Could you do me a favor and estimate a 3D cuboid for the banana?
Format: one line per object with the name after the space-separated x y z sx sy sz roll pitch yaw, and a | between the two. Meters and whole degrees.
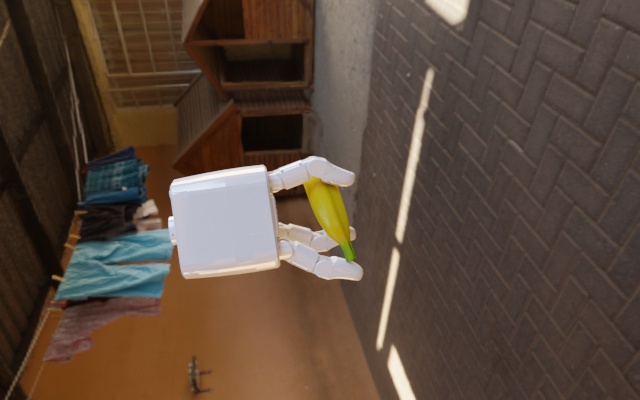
-0.001 -0.011 0.596 0.037 0.070 0.197 -12 38 -7 | banana
